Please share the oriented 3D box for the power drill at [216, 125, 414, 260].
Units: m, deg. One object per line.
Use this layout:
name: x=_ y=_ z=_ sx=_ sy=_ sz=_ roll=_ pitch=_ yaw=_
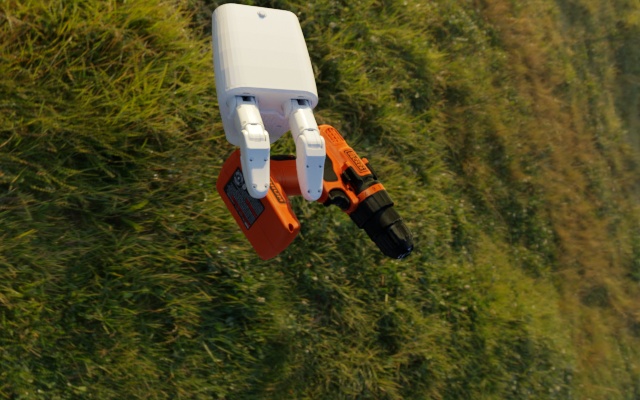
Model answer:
power drill: x=0.000 y=0.001 z=0.500 sx=0.187 sy=0.184 sz=0.057 roll=-14 pitch=-29 yaw=-50
